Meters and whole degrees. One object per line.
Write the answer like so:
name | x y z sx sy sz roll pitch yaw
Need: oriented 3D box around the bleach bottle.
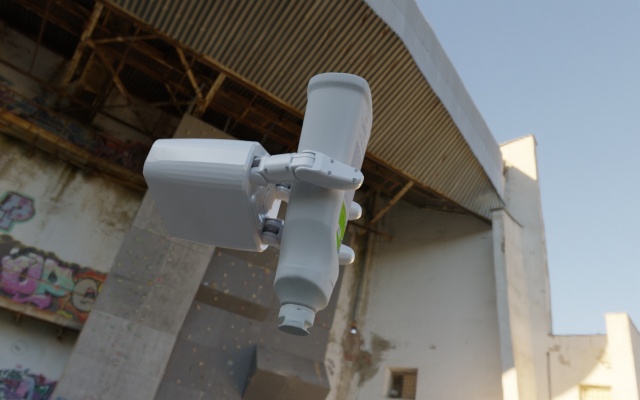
bleach bottle | 0.000 0.002 0.465 0.068 0.250 0.103 6 -30 13
